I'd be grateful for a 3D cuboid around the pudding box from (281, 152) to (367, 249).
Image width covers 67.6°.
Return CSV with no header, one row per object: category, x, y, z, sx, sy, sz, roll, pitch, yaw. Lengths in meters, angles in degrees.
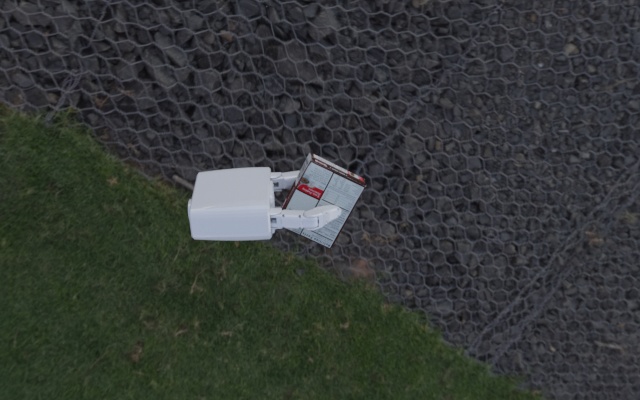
pudding box,0.000,0.002,0.681,0.090,0.113,0.039,25,19,-11
